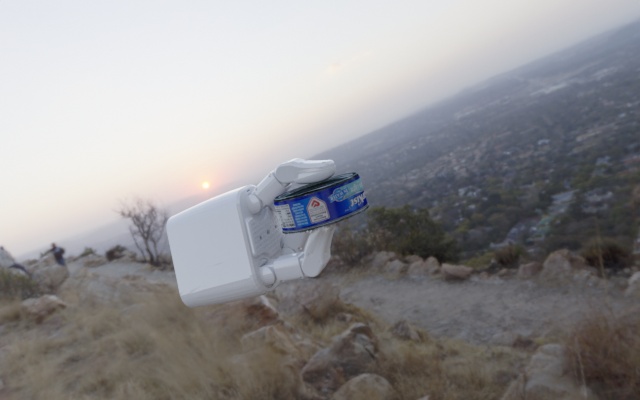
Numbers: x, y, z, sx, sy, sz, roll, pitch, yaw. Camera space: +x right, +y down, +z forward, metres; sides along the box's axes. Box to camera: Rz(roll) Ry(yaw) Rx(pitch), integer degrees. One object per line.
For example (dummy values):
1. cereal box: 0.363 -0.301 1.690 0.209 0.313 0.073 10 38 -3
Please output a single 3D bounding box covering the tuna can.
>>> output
1. tuna can: 0.000 0.001 0.449 0.086 0.034 0.086 -17 6 2
